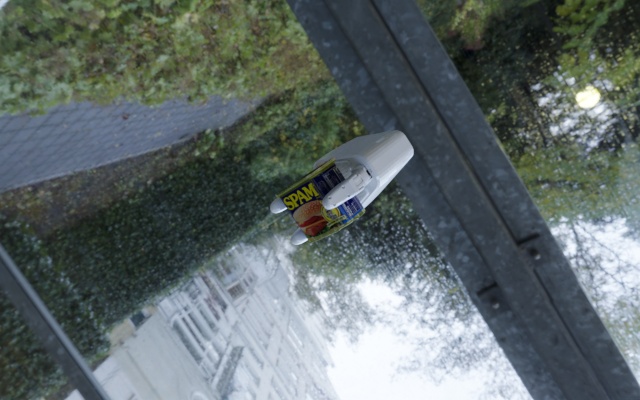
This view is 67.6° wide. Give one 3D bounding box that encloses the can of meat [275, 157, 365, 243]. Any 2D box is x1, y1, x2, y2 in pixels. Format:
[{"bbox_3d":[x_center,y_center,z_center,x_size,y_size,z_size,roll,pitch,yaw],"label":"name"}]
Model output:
[{"bbox_3d":[0.000,0.002,0.652,0.102,0.084,0.057,-28,8,47],"label":"can of meat"}]
